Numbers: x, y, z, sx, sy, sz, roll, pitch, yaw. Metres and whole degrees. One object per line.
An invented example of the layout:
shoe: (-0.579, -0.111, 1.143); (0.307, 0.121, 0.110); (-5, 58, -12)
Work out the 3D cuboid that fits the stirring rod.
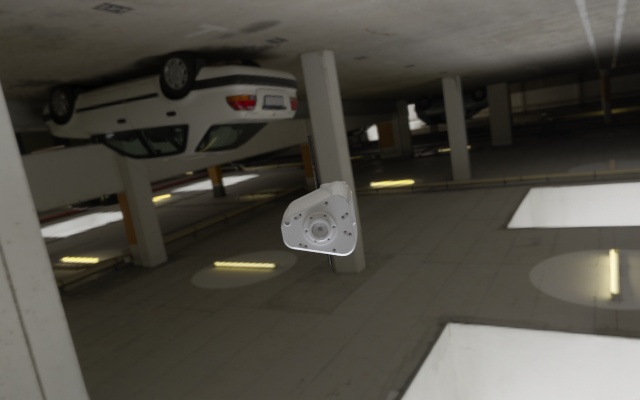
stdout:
stirring rod: (0.000, 0.003, 0.861); (0.011, 0.239, 0.011); (-9, 10, 2)
